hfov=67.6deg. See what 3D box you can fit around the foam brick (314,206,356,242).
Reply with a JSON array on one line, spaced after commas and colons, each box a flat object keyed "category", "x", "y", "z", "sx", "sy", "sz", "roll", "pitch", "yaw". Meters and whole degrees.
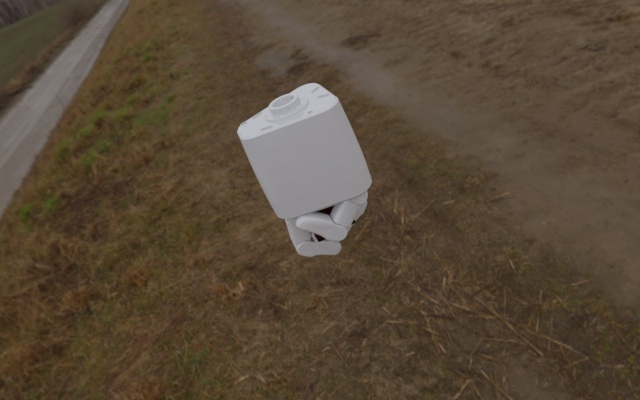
[{"category": "foam brick", "x": 0.000, "y": 0.002, "z": 0.582, "sx": 0.053, "sy": 0.051, "sz": 0.078, "roll": -28, "pitch": 32, "yaw": -5}]
